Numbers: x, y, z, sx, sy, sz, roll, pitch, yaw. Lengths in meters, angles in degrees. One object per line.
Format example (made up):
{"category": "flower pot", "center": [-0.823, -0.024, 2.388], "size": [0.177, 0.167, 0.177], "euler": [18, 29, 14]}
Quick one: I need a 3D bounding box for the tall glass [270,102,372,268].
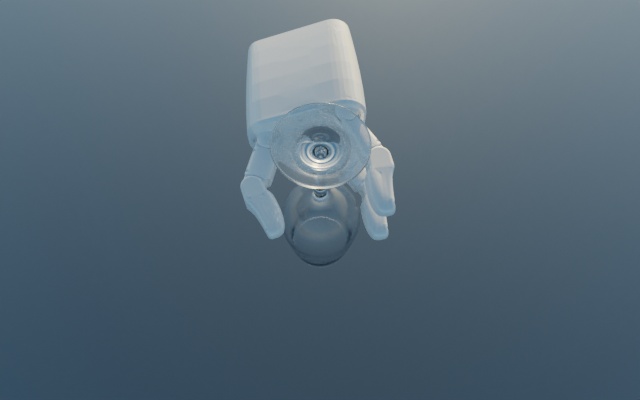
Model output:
{"category": "tall glass", "center": [0.000, 0.001, 0.436], "size": [0.079, 0.079, 0.201], "euler": [0, -26, 0]}
